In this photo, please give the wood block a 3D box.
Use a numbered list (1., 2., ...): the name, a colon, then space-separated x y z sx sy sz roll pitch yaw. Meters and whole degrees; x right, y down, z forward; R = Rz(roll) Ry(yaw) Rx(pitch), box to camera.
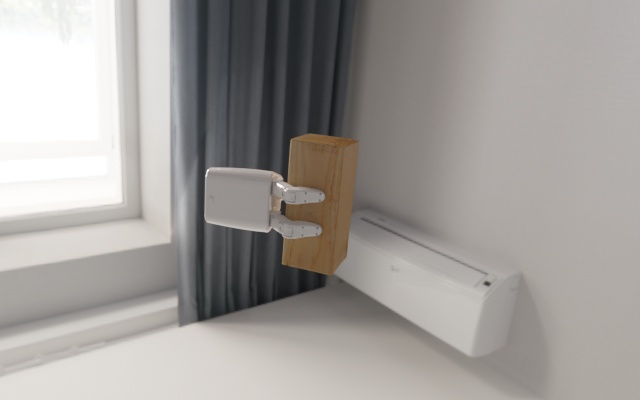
1. wood block: 0.000 0.003 0.779 0.090 0.206 0.091 10 17 16
